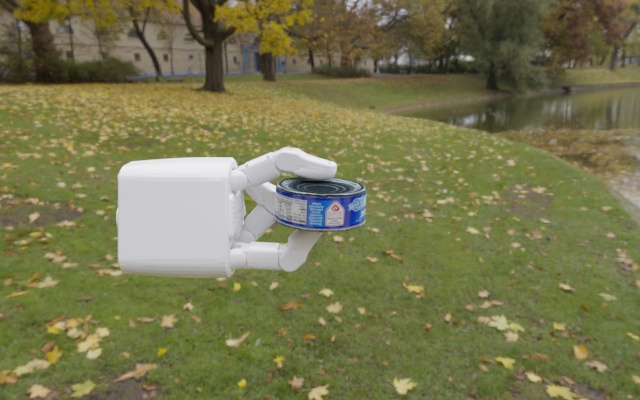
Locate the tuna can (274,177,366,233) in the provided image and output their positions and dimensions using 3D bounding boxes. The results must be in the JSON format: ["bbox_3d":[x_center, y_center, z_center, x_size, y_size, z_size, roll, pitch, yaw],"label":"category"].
[{"bbox_3d":[0.000,0.001,0.446,0.086,0.034,0.086,2,13,-1],"label":"tuna can"}]
